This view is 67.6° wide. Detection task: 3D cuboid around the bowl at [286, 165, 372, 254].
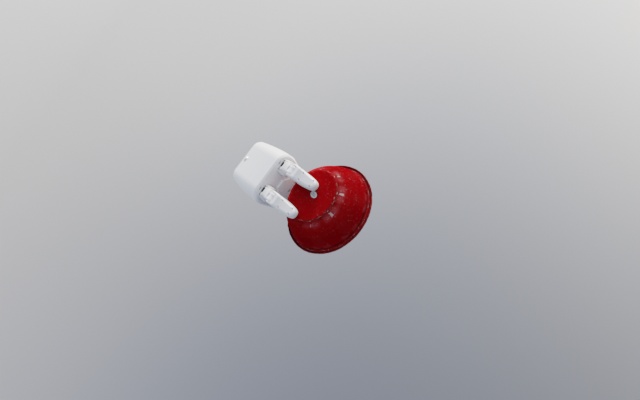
[{"bbox_3d":[0.001,0.003,0.774,0.162,0.162,0.055,0,-25,33],"label":"bowl"}]
